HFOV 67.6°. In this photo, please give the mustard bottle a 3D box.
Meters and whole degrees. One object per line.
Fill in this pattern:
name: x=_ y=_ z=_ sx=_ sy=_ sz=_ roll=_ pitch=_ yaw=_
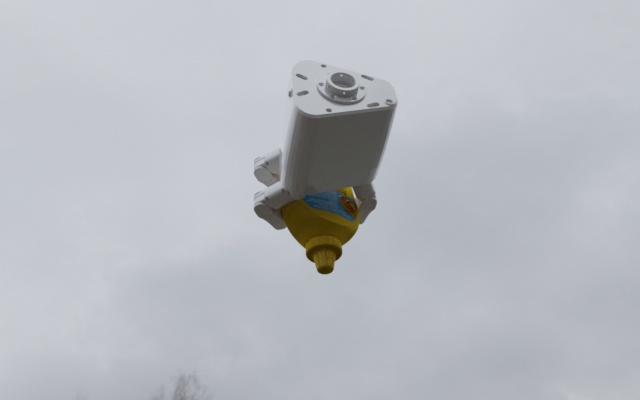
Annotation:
mustard bottle: x=0.000 y=0.002 z=0.572 sx=0.096 sy=0.191 sz=0.058 roll=20 pitch=-46 yaw=-27
